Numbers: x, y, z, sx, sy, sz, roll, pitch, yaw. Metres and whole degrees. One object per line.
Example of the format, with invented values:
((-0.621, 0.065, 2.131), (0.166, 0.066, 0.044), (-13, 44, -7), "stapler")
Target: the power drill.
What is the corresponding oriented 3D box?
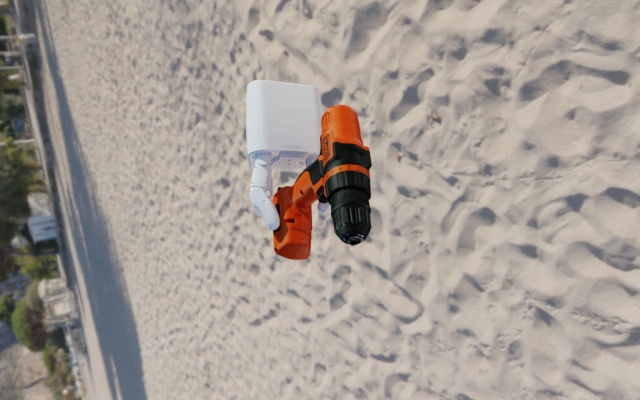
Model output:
((0.000, 0.002, 0.593), (0.057, 0.184, 0.188), (15, -38, -24), "power drill")
